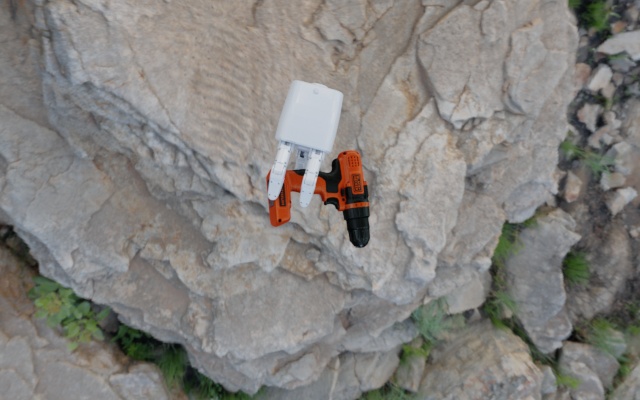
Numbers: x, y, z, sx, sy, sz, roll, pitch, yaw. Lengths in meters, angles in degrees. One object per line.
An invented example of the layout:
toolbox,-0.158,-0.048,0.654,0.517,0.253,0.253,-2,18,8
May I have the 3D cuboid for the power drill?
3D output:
power drill,0.000,0.003,0.875,0.187,0.184,0.057,-5,-8,-21
